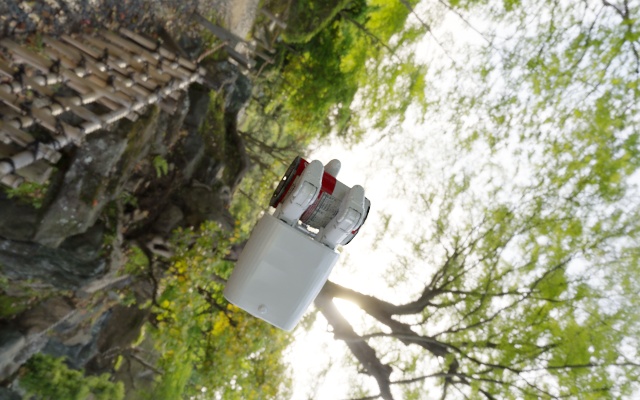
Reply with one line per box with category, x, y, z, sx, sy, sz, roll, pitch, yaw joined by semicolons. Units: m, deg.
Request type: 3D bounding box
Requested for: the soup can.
soup can;0.001;0.002;0.564;0.102;0.068;0.068;30;-6;-11
